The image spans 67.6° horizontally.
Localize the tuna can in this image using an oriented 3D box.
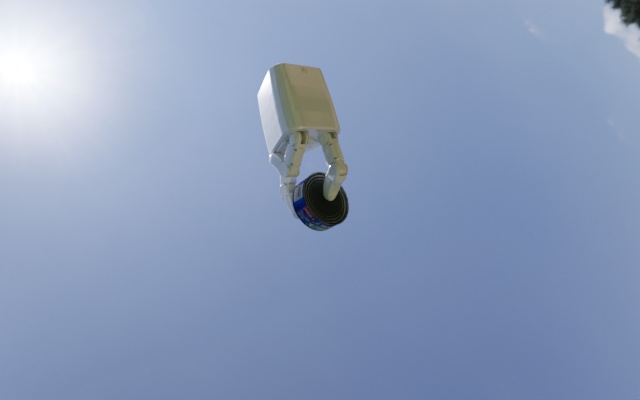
[{"bbox_3d":[0.000,0.003,0.723,0.086,0.086,0.034,0,-22,-41],"label":"tuna can"}]
